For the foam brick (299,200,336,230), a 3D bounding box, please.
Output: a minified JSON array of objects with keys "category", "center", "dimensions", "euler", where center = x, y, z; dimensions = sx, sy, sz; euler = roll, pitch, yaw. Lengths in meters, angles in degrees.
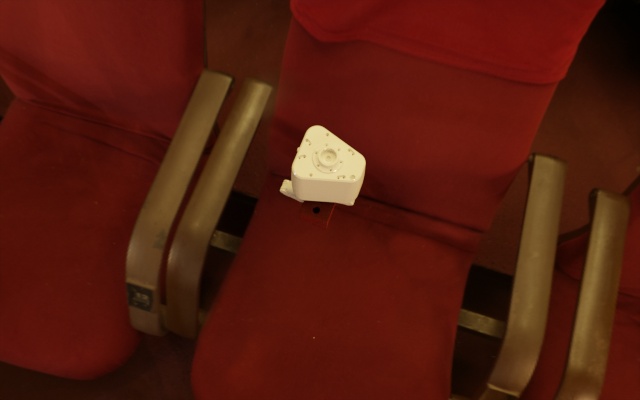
[{"category":"foam brick","center":[0.000,0.003,0.849],"dimensions":[0.053,0.078,0.051],"euler":[20,-15,5]}]
